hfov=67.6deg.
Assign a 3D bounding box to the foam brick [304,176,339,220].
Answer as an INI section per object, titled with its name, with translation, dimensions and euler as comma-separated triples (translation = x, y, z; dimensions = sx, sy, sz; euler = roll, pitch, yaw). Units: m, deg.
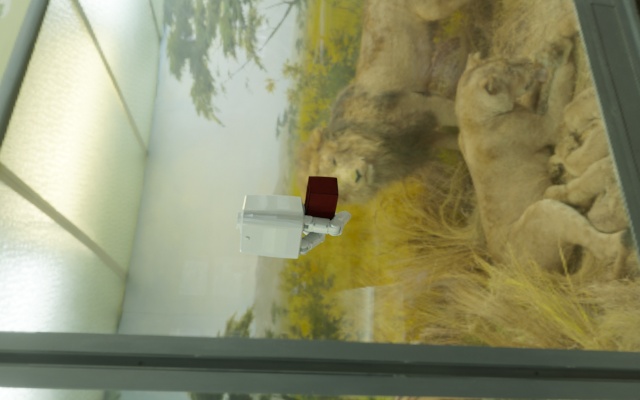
[foam brick]
translation = 0.000, 0.002, 0.843
dimensions = 0.051, 0.078, 0.053
euler = 5, 36, -6
